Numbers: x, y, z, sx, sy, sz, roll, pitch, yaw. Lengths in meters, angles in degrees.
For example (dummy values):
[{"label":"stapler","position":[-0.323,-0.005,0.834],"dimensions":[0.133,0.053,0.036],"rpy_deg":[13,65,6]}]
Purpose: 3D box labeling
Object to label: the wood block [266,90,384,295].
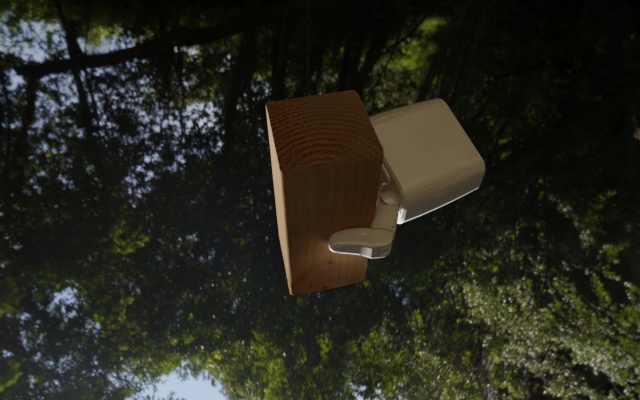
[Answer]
[{"label":"wood block","position":[0.001,0.002,0.493],"dimensions":[0.090,0.090,0.206],"rpy_deg":[-10,-39,-8]}]
